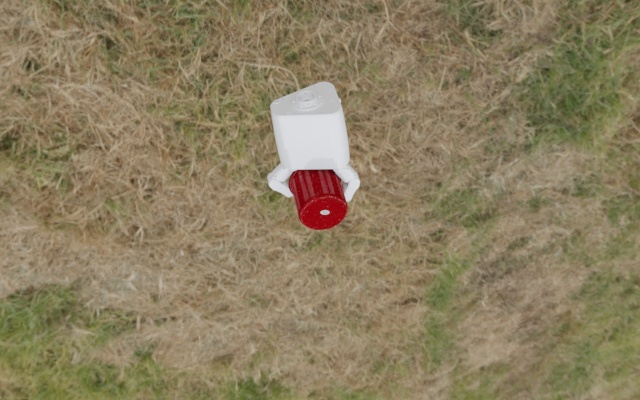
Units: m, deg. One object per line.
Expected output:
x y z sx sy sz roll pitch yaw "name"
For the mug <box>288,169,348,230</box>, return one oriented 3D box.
0.000 0.004 0.802 0.093 0.081 0.117 -14 -44 -1 "mug"
